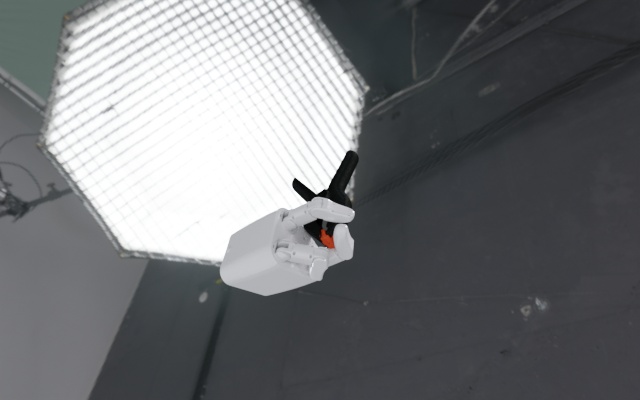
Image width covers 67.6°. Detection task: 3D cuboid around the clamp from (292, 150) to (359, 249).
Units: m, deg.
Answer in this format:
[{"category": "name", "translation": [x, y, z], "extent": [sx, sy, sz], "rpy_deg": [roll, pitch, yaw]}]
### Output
[{"category": "clamp", "translation": [0.001, 0.003, 0.721], "extent": [0.120, 0.171, 0.039], "rpy_deg": [-24, -52, 31]}]
